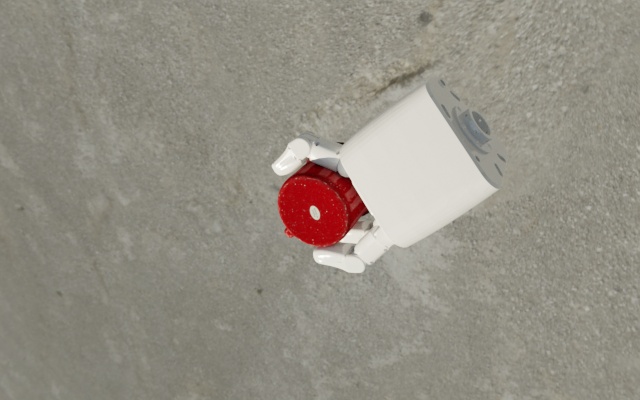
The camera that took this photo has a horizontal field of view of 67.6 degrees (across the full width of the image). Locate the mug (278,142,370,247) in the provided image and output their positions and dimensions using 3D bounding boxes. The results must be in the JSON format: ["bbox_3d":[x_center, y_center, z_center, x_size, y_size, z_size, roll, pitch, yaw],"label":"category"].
[{"bbox_3d":[-0.001,0.002,0.509,0.117,0.093,0.081,-40,4,36],"label":"mug"}]
